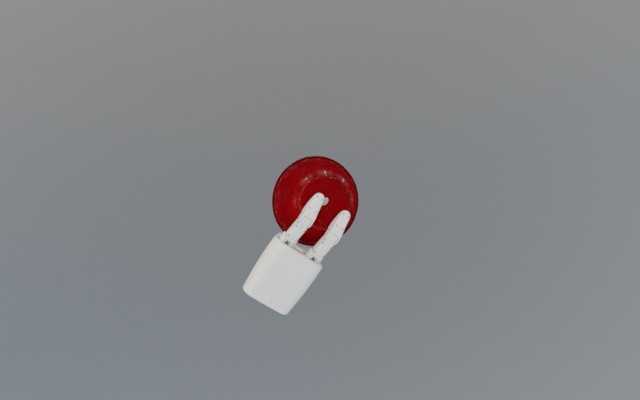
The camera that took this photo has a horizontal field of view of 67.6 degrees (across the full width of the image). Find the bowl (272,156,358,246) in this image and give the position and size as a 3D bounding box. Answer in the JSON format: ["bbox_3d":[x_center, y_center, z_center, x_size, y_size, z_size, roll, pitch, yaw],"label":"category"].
[{"bbox_3d":[0.001,0.001,0.828,0.162,0.162,0.055,0,3,-17],"label":"bowl"}]
